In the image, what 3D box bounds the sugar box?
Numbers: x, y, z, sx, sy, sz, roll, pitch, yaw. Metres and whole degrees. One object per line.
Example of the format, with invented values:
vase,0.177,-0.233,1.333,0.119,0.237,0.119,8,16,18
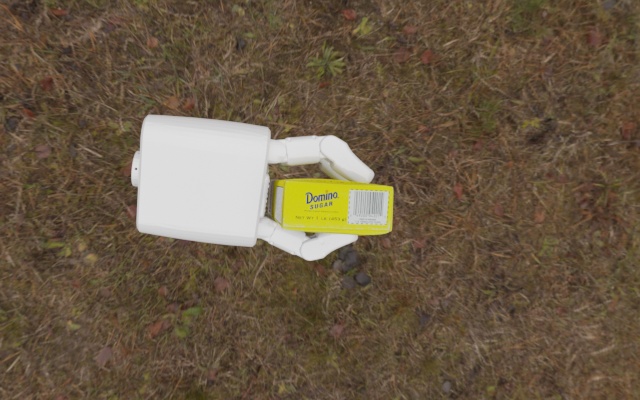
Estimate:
sugar box,0.000,0.001,0.469,0.093,0.048,0.176,4,4,-11
